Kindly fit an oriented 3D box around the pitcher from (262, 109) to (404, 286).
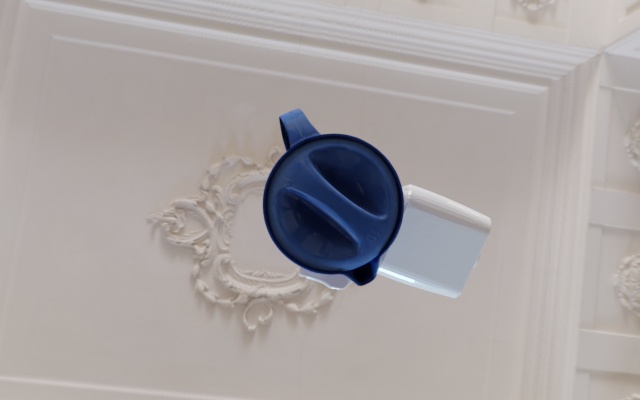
[{"bbox_3d":[0.000,0.002,0.558,0.145,0.149,0.243,19,-6,-3],"label":"pitcher"}]
